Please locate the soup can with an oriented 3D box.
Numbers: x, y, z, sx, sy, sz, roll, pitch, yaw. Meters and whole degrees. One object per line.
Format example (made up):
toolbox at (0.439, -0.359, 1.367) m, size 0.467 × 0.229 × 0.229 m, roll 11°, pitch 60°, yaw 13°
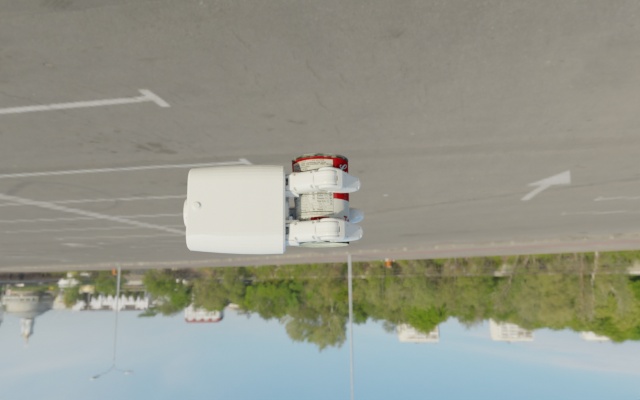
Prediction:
soup can at (0.001, 0.002, 0.563) m, size 0.068 × 0.102 × 0.068 m, roll -1°, pitch -10°, yaw 0°
